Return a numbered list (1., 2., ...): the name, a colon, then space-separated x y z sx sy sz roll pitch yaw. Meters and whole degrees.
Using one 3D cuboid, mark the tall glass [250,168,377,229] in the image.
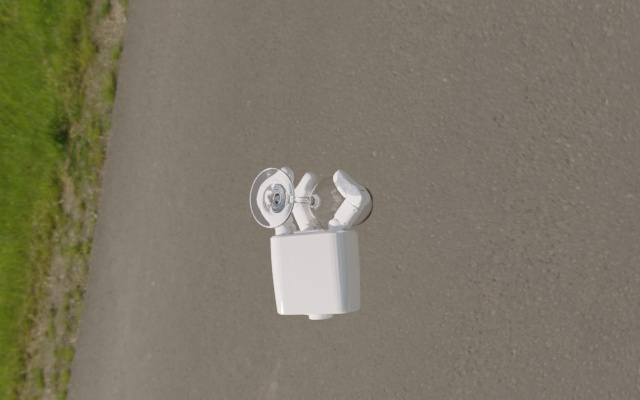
1. tall glass: 0.000 0.002 0.659 0.079 0.079 0.201 0 -3 37
